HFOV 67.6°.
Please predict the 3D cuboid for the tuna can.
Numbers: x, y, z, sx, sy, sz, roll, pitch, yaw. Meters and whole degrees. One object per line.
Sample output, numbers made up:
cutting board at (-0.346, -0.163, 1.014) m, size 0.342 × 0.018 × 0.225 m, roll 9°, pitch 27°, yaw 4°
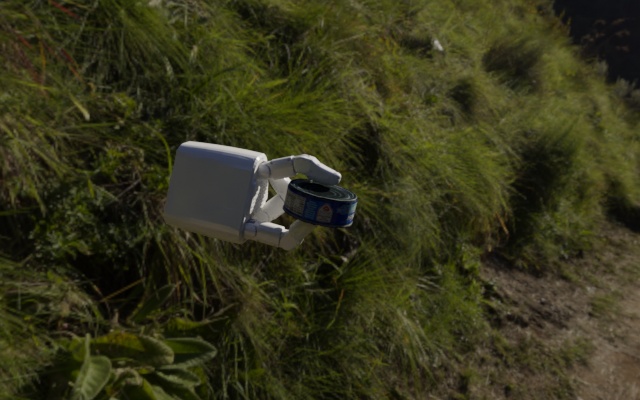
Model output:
tuna can at (0.000, 0.001, 0.568) m, size 0.086 × 0.034 × 0.086 m, roll 12°, pitch 14°, yaw -3°
